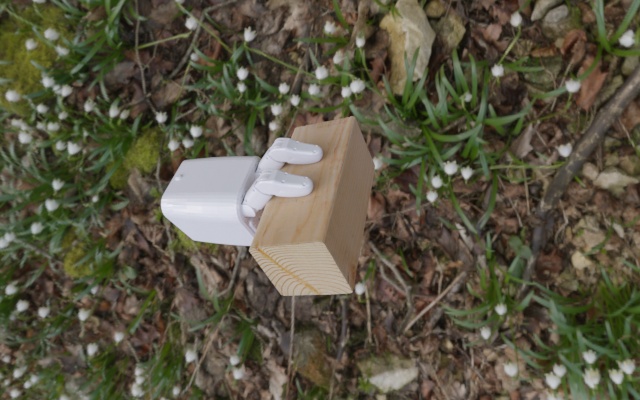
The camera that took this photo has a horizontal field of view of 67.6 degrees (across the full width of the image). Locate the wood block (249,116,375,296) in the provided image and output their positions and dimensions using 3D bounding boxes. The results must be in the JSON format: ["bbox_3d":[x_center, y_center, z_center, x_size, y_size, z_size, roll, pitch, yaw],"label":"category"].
[{"bbox_3d":[0.000,0.002,0.575,0.090,0.206,0.091,-7,-47,23],"label":"wood block"}]
